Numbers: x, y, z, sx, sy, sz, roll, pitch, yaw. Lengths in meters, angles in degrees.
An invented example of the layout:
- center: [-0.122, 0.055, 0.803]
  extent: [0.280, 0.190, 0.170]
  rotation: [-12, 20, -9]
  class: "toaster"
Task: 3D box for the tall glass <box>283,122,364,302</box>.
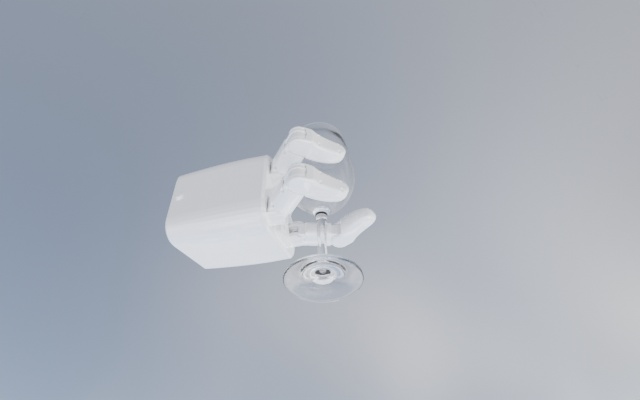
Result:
- center: [0.000, 0.002, 0.504]
  extent: [0.079, 0.200, 0.079]
  rotation: [-1, -44, -1]
  class: "tall glass"
